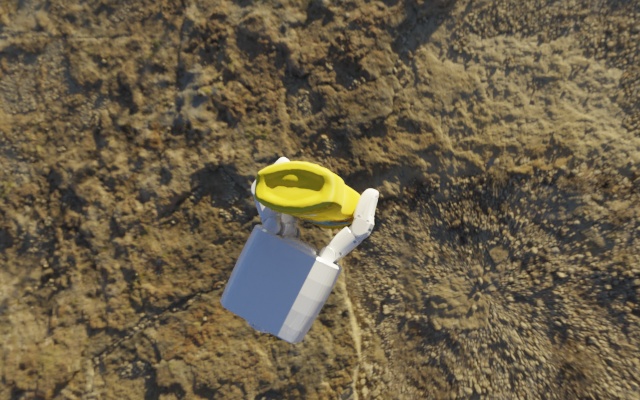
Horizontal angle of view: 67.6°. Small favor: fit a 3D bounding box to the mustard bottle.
[{"bbox_3d":[0.000,0.002,0.595,0.096,0.058,0.192,1,-10,19],"label":"mustard bottle"}]
